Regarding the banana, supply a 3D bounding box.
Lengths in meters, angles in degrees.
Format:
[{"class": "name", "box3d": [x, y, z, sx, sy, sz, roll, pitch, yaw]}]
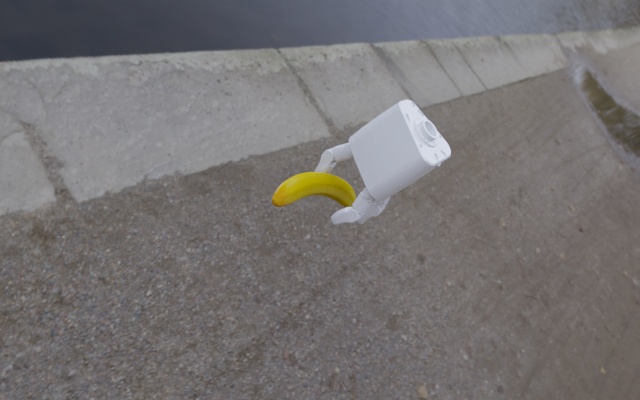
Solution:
[{"class": "banana", "box3d": [-0.002, -0.014, 0.765, 0.198, 0.069, 0.037, 10, -32, -44]}]
